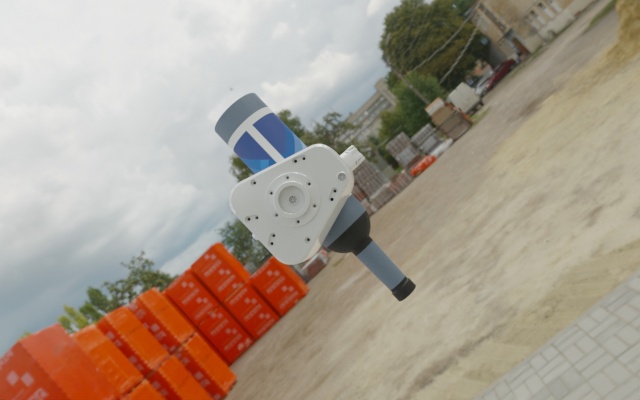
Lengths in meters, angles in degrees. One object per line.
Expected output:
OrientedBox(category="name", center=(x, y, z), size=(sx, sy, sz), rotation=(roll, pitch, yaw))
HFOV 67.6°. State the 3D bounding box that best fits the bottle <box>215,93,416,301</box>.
OrientedBox(category="bottle", center=(0.000, 0.002, 0.562), size=(0.069, 0.295, 0.069), rotation=(-44, -3, -3))
